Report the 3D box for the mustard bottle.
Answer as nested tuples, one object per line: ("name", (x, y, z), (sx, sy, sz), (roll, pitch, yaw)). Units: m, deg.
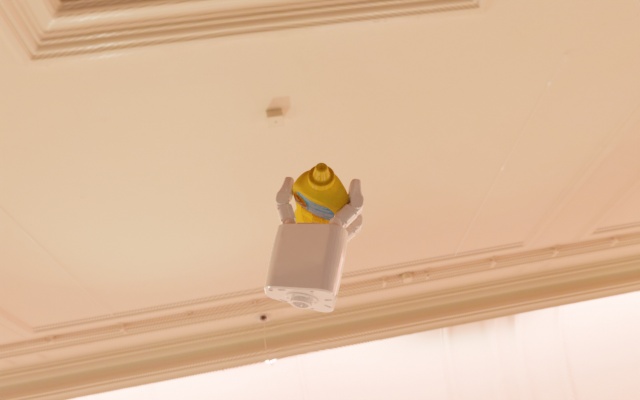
("mustard bottle", (0.000, 0.002, 0.777), (0.096, 0.058, 0.192), (30, -27, 17))
